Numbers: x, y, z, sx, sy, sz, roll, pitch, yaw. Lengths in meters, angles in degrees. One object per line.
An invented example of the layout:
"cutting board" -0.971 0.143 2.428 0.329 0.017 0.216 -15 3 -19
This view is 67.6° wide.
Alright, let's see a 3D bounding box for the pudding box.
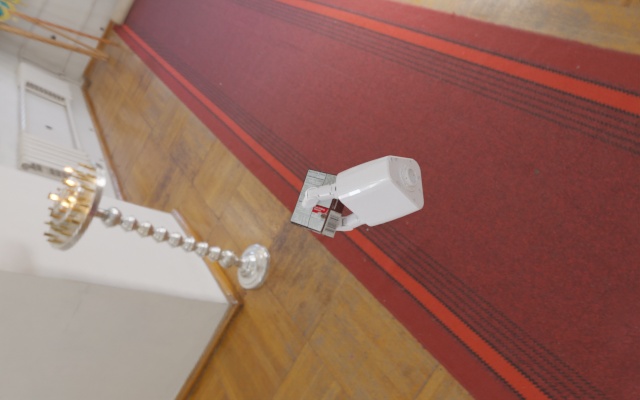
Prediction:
"pudding box" 0.000 0.003 0.886 0.090 0.113 0.039 16 -6 45
